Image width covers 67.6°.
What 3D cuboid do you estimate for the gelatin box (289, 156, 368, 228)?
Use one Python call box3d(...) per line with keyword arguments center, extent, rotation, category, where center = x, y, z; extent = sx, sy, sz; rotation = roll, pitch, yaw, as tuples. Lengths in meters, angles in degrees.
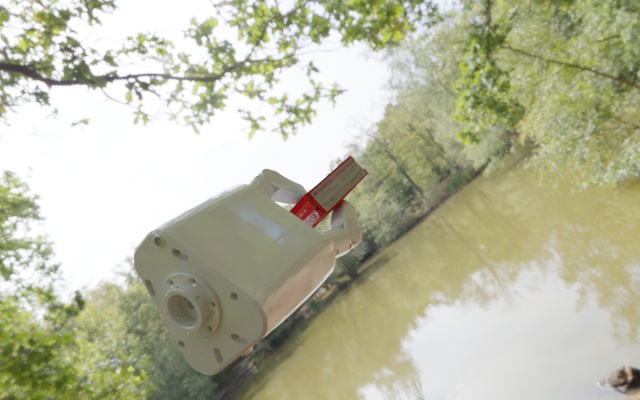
box3d(center=(0.000, 0.001, 0.484), extent=(0.073, 0.030, 0.089), rotation=(-44, 0, 44), category="gelatin box")
